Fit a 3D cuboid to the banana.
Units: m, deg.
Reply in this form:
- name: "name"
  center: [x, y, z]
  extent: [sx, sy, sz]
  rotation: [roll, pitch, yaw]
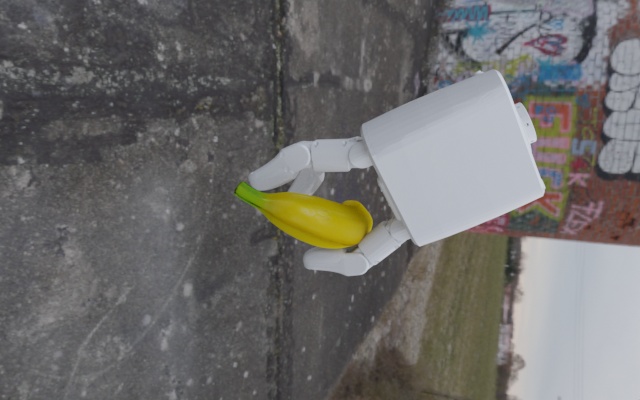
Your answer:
- name: "banana"
  center: [0.010, 0.013, 0.416]
  extent: [0.069, 0.037, 0.198]
  rotation: [46, 14, 24]
